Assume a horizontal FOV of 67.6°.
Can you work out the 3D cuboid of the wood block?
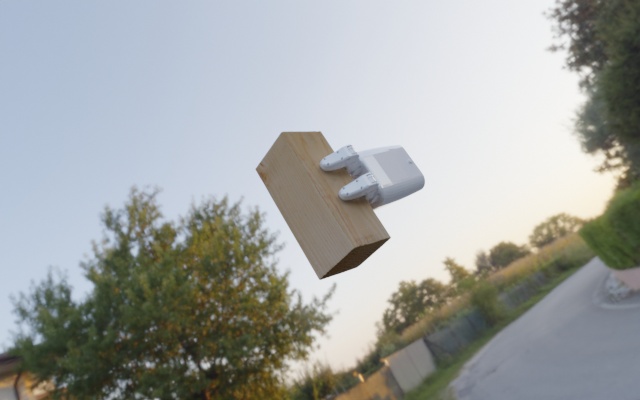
[{"bbox_3d":[0.000,0.002,0.722,0.090,0.206,0.091,-10,-30,-45],"label":"wood block"}]
